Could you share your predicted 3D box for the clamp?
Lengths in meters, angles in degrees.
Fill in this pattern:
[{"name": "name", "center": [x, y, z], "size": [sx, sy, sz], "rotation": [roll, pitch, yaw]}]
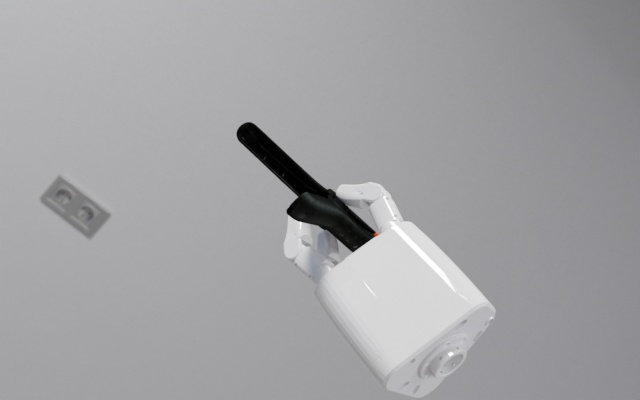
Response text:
[{"name": "clamp", "center": [0.001, 0.001, 0.511], "size": [0.210, 0.036, 0.164], "rotation": [37, 11, -47]}]
